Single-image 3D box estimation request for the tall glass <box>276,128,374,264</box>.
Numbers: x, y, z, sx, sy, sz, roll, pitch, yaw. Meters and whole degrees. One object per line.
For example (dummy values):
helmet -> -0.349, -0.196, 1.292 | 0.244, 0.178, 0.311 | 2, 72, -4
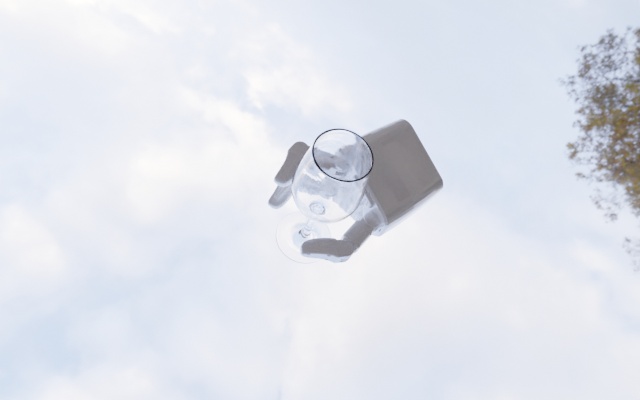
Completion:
tall glass -> 0.000, 0.002, 0.542 | 0.079, 0.079, 0.201 | 0, -27, -14
